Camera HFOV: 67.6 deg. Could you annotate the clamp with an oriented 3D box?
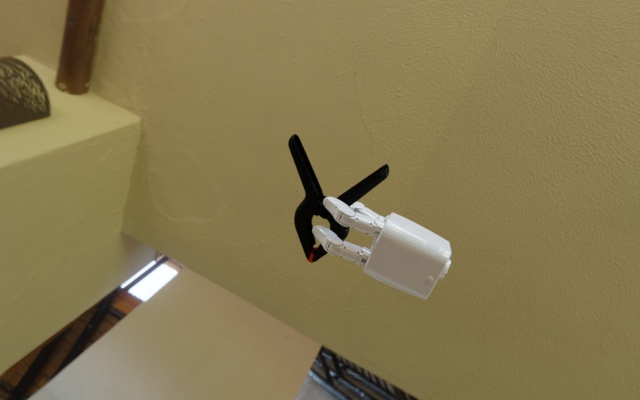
[{"bbox_3d":[0.000,0.003,0.772,0.164,0.210,0.036,26,27,11],"label":"clamp"}]
